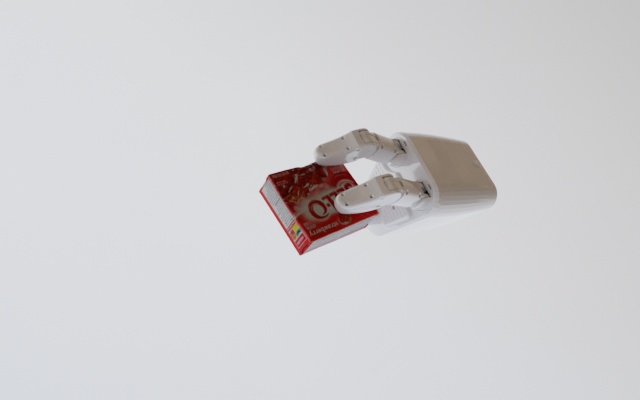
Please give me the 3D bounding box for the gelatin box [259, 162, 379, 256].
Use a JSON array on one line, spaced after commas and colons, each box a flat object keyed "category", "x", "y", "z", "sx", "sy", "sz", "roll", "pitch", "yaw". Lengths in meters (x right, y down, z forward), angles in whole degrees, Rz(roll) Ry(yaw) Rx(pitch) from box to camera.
[{"category": "gelatin box", "x": 0.000, "y": 0.002, "z": 0.441, "sx": 0.089, "sy": 0.073, "sz": 0.030, "roll": -19, "pitch": -23, "yaw": -39}]
